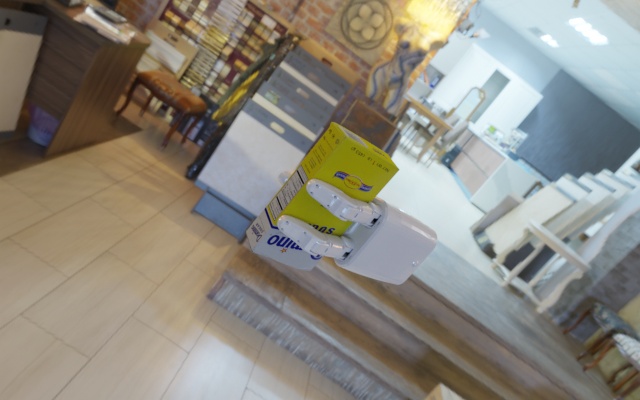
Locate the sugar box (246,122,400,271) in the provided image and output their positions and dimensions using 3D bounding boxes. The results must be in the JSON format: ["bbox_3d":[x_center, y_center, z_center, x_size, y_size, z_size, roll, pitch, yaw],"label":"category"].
[{"bbox_3d":[0.000,0.002,0.564,0.093,0.176,0.048,25,21,-35],"label":"sugar box"}]
